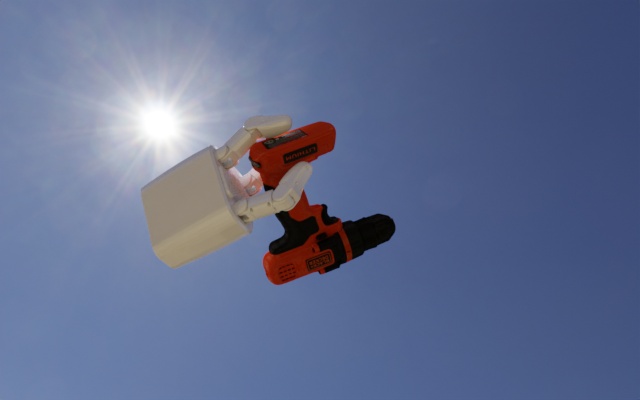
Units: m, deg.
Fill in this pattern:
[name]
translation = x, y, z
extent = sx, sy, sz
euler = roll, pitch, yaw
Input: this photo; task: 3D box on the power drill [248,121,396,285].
[power drill]
translation = 0.000, 0.002, 0.597
extent = 0.184, 0.188, 0.057
euler = -21, 24, -14
